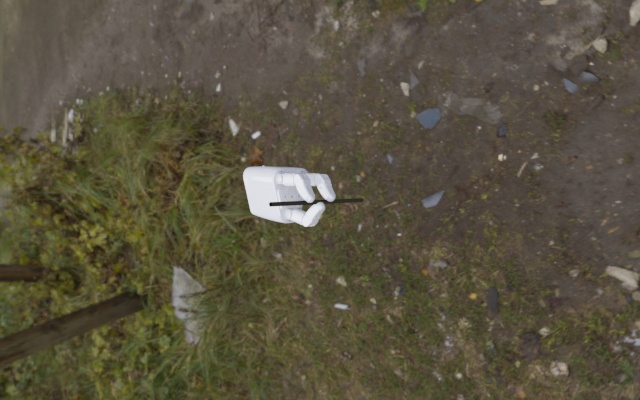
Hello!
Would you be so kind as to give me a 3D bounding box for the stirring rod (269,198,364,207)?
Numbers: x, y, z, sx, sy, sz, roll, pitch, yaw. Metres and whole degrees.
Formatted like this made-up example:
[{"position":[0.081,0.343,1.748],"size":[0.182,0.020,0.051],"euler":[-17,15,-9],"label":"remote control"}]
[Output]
[{"position":[0.000,0.003,0.899],"size":[0.239,0.011,0.011],"euler":[-2,2,-45],"label":"stirring rod"}]
